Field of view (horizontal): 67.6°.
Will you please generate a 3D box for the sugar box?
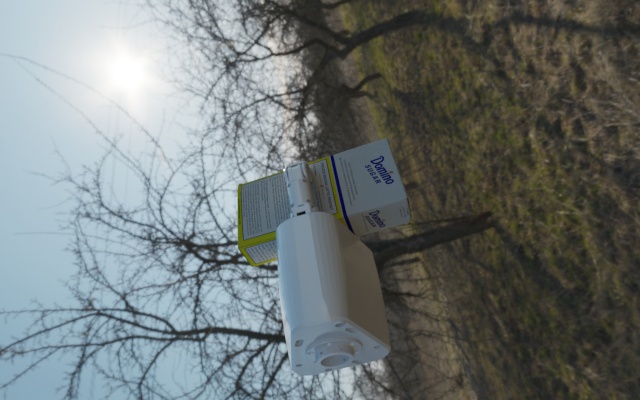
[{"bbox_3d":[0.000,0.002,0.508,0.176,0.093,0.048,-15,-41,6],"label":"sugar box"}]
